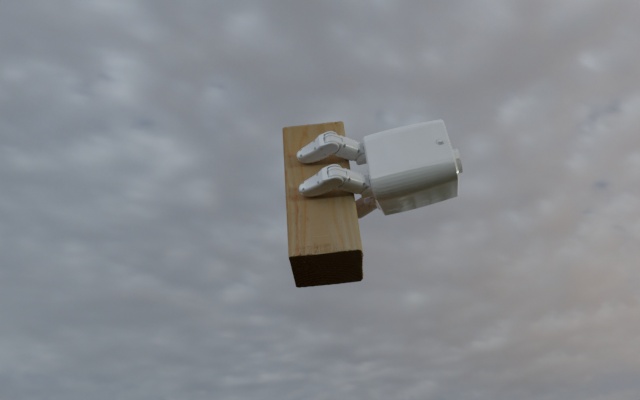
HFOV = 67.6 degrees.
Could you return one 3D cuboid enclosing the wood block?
[{"bbox_3d":[0.001,0.002,0.648,0.090,0.206,0.091,-6,-35,1],"label":"wood block"}]
